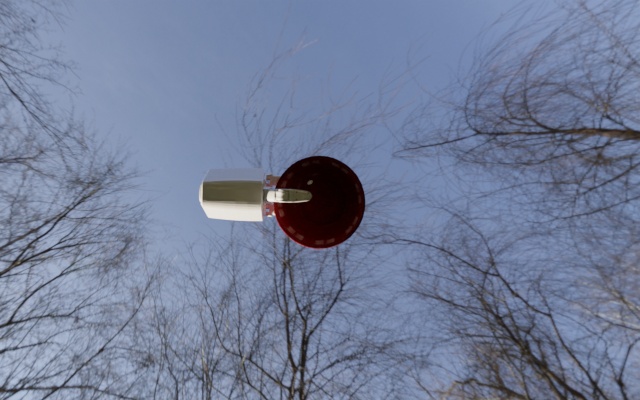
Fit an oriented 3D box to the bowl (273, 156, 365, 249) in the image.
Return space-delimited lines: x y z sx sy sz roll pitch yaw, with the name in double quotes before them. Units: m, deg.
"bowl" 0.001 0.003 0.850 0.162 0.162 0.055 0 1 8
